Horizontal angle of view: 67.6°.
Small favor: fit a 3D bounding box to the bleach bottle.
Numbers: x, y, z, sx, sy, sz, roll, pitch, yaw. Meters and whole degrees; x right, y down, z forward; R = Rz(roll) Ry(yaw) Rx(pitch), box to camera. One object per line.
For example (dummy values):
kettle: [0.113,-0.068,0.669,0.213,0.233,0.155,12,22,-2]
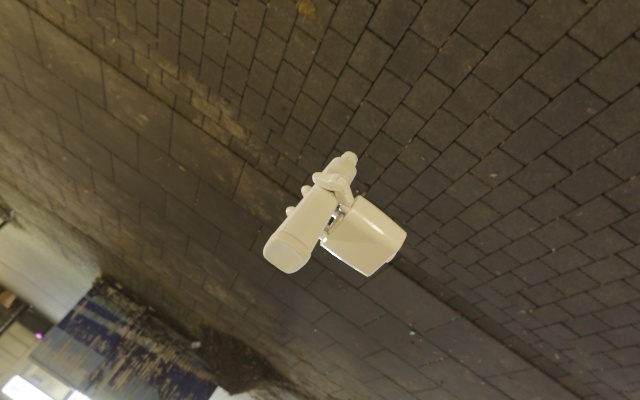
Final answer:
bleach bottle: [0.000,0.003,0.814,0.068,0.250,0.103,37,-33,-3]
